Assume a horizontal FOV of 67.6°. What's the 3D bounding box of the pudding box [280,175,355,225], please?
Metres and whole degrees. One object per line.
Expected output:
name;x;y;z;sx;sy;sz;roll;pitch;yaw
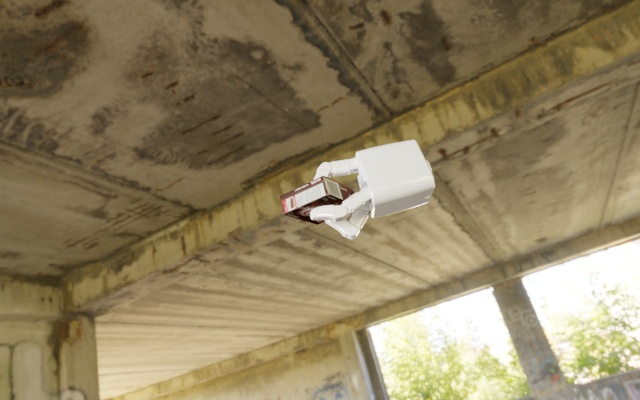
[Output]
pudding box;0.000;0.002;0.800;0.090;0.039;0.113;-25;-25;24
